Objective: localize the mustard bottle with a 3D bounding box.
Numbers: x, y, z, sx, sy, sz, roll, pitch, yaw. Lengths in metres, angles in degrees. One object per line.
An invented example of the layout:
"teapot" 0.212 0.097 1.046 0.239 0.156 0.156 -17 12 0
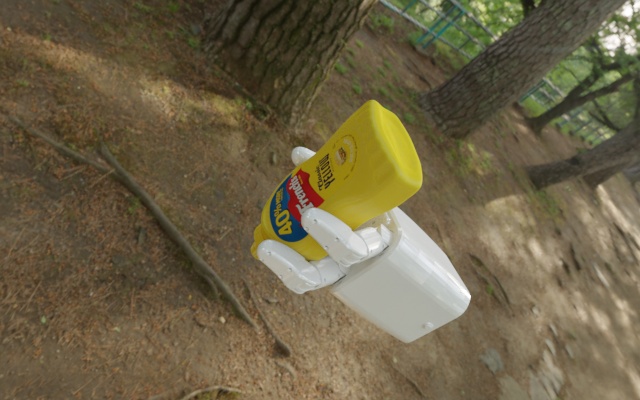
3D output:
"mustard bottle" 0.000 0.001 0.440 0.058 0.096 0.192 24 -50 -38
